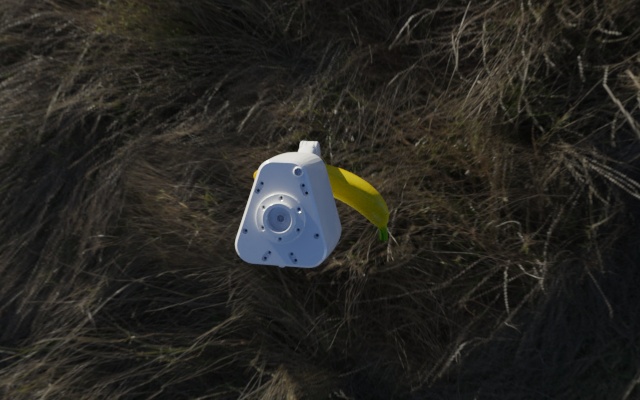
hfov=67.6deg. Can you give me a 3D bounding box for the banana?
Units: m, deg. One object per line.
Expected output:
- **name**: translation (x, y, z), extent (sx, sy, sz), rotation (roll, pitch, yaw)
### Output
- **banana**: translation (0.011, -0.012, 0.618), extent (0.198, 0.070, 0.037), rotation (26, 20, 0)
